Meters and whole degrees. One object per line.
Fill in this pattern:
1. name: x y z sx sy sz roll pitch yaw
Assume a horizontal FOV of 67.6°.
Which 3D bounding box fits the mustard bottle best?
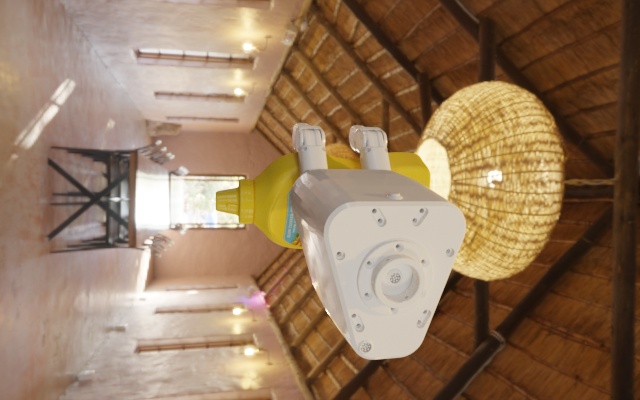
1. mustard bottle: 0.000 0.001 0.446 0.191 0.096 0.058 0 36 -13
